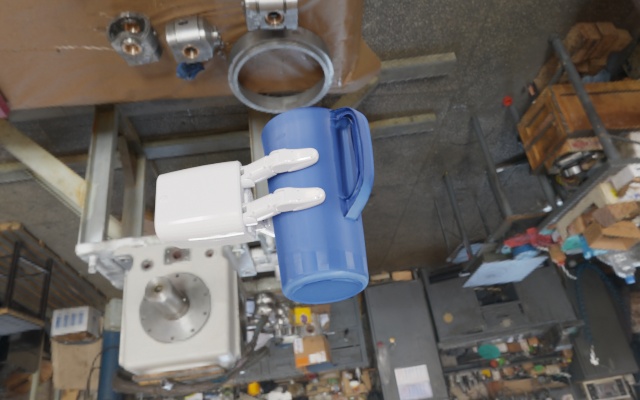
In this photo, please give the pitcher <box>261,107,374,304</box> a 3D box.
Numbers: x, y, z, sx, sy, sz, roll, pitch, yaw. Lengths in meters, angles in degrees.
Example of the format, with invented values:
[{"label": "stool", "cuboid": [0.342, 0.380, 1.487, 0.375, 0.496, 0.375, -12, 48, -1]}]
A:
[{"label": "pitcher", "cuboid": [0.000, 0.002, 0.631, 0.145, 0.242, 0.149, -7, -28, -1]}]
